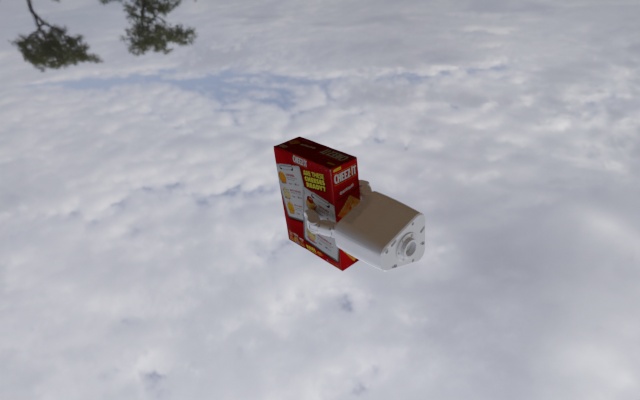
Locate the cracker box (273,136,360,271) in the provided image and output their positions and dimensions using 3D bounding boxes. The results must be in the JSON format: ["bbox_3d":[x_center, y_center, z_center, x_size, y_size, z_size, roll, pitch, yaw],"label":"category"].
[{"bbox_3d":[0.000,0.003,0.896,0.072,0.214,0.164,-28,36,-32],"label":"cracker box"}]
